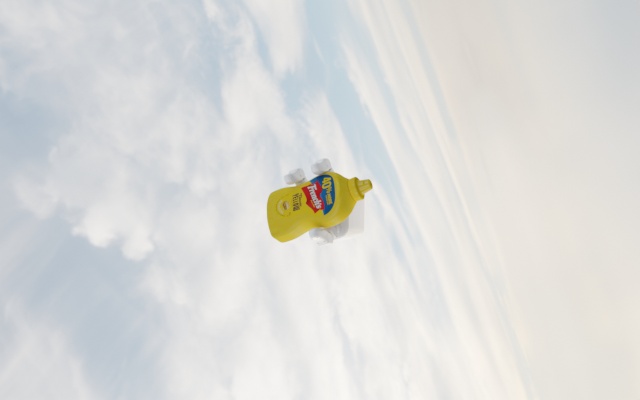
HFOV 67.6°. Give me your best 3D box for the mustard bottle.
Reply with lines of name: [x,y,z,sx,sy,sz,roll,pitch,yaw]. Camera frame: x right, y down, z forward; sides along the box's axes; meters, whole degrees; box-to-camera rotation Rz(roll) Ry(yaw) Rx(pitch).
mustard bottle: [0.000,0.003,0.822,0.191,0.096,0.058,-19,-35,22]
